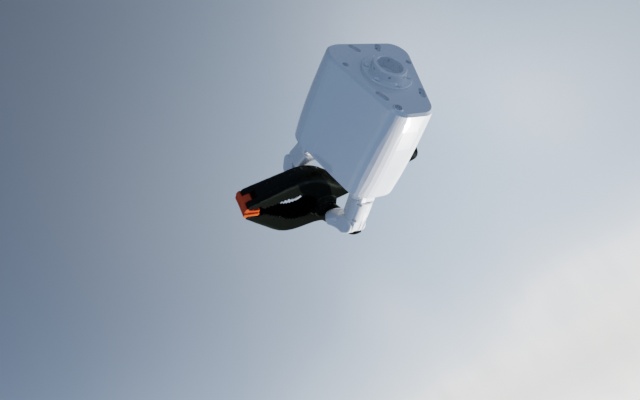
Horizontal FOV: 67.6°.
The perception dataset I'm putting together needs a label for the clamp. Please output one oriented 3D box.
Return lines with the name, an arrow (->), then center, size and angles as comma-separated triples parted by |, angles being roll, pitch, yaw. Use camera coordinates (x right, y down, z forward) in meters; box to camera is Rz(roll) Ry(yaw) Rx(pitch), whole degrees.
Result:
clamp -> 0.000, 0.002, 0.561 | 0.210, 0.036, 0.165 | -11, -35, -28
